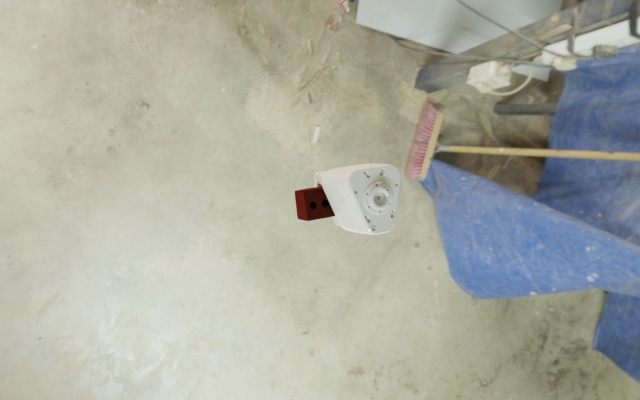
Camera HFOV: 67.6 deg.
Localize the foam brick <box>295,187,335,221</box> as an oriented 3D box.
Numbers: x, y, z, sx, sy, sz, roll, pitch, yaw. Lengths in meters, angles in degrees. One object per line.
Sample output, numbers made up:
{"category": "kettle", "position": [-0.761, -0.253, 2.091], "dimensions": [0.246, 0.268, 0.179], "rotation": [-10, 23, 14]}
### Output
{"category": "foam brick", "position": [0.000, 0.003, 0.838], "dimensions": [0.078, 0.053, 0.051], "rotation": [-11, 7, -20]}
